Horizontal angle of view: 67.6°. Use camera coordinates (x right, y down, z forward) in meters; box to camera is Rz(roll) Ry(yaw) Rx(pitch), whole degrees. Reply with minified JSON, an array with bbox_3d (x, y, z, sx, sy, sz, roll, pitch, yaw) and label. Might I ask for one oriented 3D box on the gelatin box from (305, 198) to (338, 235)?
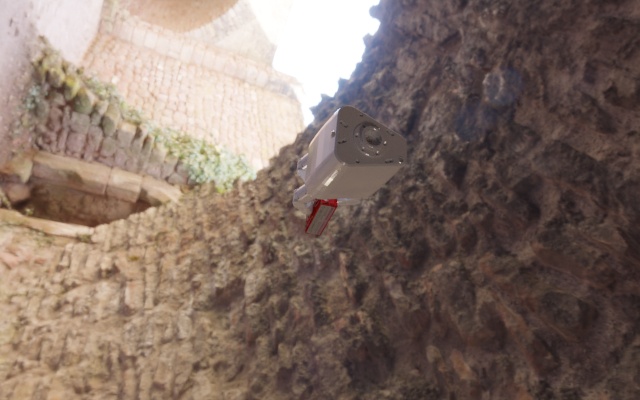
[{"bbox_3d":[0.000,0.003,0.777,0.030,0.073,0.089,11,-38,-13],"label":"gelatin box"}]
